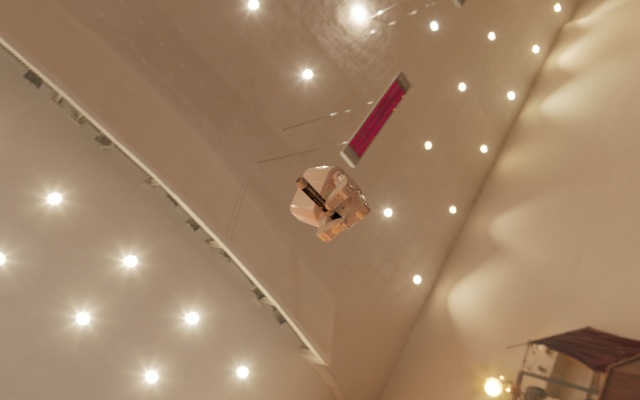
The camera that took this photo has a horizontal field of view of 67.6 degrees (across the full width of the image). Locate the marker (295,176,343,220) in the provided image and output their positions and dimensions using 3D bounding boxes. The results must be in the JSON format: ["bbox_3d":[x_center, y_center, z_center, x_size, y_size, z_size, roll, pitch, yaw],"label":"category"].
[{"bbox_3d":[0.000,0.003,0.855,0.121,0.020,0.020,46,-24,-25],"label":"marker"}]
